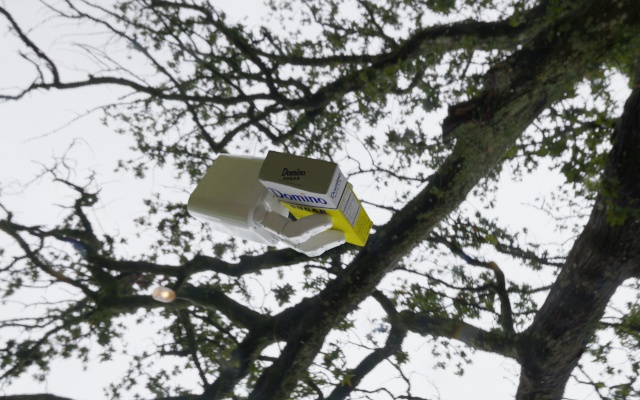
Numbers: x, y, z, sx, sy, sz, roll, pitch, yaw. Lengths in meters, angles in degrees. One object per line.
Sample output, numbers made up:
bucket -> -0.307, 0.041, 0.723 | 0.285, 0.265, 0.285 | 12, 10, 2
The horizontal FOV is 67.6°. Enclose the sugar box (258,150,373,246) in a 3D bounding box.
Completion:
sugar box -> 0.000, 0.002, 0.604 | 0.093, 0.048, 0.176 | 13, -16, 26
